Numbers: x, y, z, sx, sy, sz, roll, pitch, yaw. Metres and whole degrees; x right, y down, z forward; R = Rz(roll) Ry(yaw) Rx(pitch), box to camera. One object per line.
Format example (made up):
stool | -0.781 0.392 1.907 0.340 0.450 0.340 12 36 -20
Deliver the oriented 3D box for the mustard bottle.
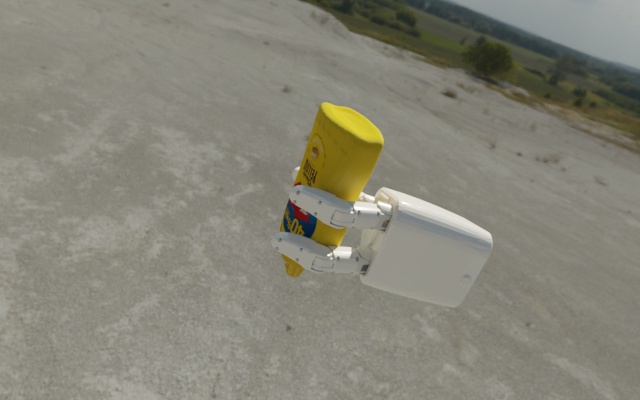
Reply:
mustard bottle | 0.000 0.001 0.504 0.058 0.192 0.096 6 29 -28
